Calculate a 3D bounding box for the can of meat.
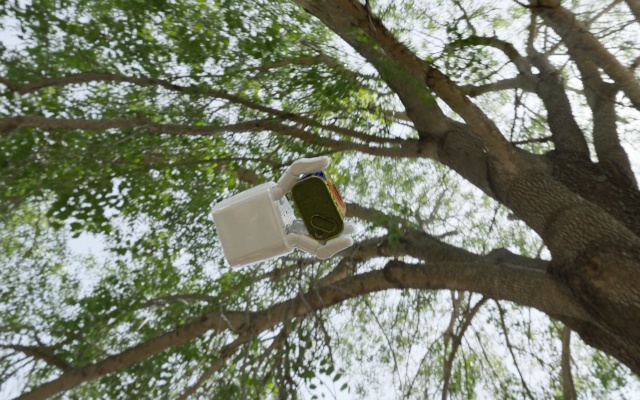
[{"bbox_3d":[0.000,0.002,0.754,0.057,0.102,0.084,-22,13,13],"label":"can of meat"}]
